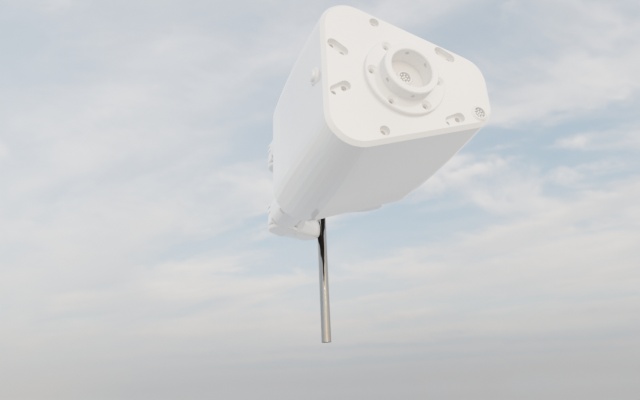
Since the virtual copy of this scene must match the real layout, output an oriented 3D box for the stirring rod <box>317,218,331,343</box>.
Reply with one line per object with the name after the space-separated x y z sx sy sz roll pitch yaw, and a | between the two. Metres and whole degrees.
0.000 0.001 0.424 0.011 0.239 0.011 -2 -22 -1 | stirring rod
